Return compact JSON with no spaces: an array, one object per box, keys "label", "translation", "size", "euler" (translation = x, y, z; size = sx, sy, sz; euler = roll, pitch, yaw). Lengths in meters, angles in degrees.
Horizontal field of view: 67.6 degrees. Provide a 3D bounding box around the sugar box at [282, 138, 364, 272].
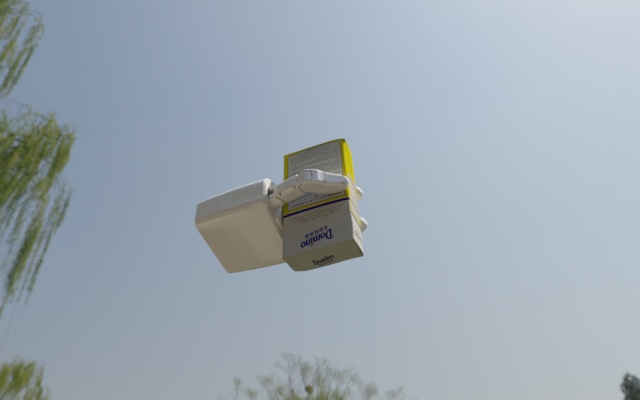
[{"label":"sugar box","translation":[0.000,0.002,0.621],"size":[0.093,0.176,0.048],"euler":[-16,-40,16]}]
